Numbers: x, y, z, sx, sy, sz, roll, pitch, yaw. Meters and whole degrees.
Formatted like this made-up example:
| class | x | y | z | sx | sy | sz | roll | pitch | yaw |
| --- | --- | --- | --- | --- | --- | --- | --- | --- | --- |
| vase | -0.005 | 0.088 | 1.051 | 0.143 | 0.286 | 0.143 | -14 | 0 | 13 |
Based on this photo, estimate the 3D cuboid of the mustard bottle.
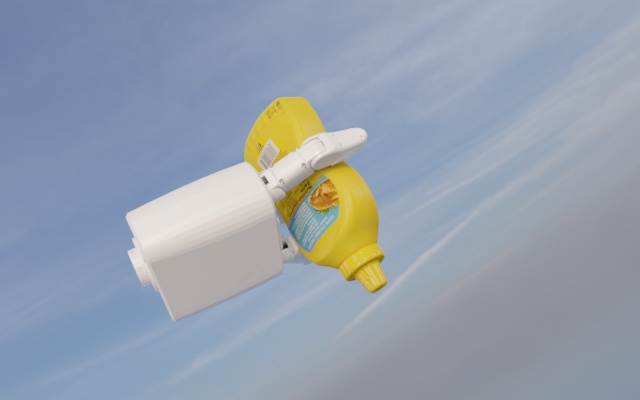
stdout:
| class | x | y | z | sx | sy | sz | roll | pitch | yaw |
| --- | --- | --- | --- | --- | --- | --- | --- | --- | --- |
| mustard bottle | 0.000 | 0.001 | 0.441 | 0.058 | 0.191 | 0.096 | -11 | -32 | -43 |
